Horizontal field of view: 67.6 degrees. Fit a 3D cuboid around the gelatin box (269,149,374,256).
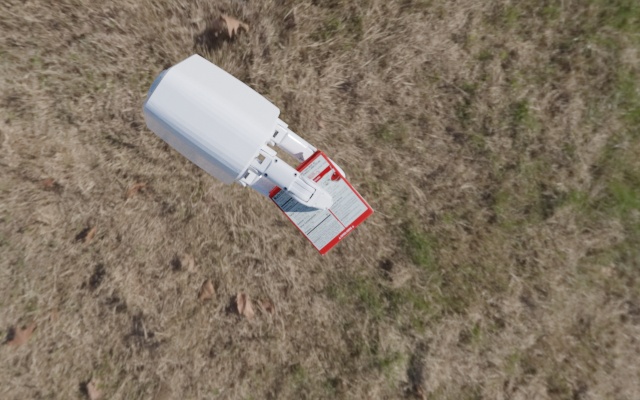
[{"bbox_3d":[0.000,0.002,0.509,0.073,0.089,0.030,-41,10,2],"label":"gelatin box"}]
